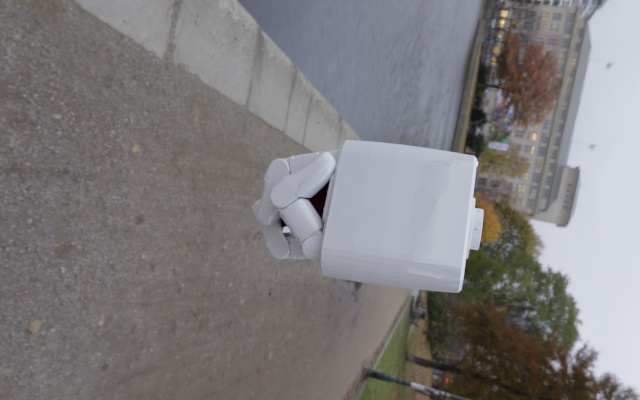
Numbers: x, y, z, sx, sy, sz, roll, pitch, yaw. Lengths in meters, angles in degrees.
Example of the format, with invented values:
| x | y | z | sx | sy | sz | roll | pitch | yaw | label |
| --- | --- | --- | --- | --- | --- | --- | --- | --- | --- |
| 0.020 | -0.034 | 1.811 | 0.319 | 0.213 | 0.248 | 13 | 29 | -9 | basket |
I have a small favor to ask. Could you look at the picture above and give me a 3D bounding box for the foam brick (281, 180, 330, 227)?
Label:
| x | y | z | sx | sy | sz | roll | pitch | yaw | label |
| --- | --- | --- | --- | --- | --- | --- | --- | --- | --- |
| 0.000 | 0.001 | 0.458 | 0.051 | 0.053 | 0.078 | 3 | -1 | 16 | foam brick |
